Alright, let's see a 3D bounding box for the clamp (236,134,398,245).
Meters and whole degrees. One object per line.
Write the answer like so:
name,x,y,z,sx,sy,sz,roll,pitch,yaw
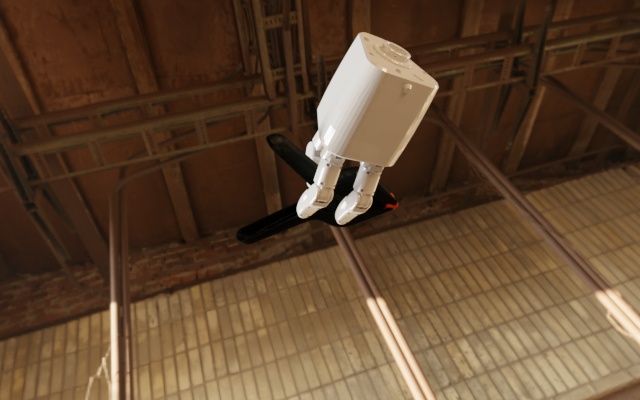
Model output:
clamp,0.000,0.001,0.608,0.210,0.165,0.036,9,40,-30
